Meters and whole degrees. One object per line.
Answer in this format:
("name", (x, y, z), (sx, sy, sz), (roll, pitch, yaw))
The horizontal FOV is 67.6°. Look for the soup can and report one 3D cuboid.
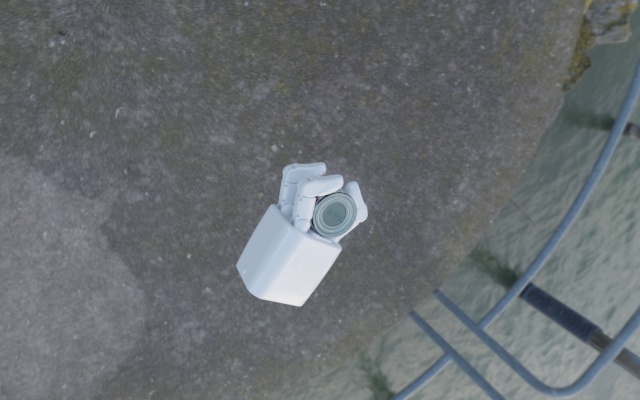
("soup can", (0.001, 0.002, 0.674), (0.068, 0.068, 0.102), (0, 21, -24))
